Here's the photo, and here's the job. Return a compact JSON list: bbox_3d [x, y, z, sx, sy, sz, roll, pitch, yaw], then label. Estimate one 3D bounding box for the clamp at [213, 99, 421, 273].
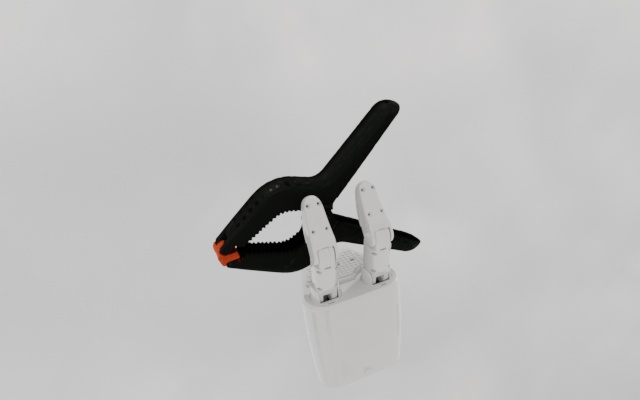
[{"bbox_3d":[-0.001,0.002,0.450,0.210,0.165,0.036,-16,25,-18],"label":"clamp"}]
